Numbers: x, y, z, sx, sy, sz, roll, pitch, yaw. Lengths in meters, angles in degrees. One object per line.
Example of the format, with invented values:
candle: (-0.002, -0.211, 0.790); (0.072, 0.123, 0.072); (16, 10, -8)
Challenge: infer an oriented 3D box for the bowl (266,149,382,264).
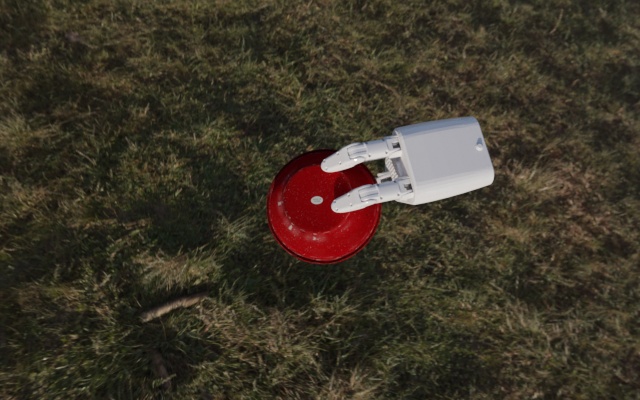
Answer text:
bowl: (-0.001, 0.003, 0.635); (0.162, 0.162, 0.055); (0, -10, 8)
